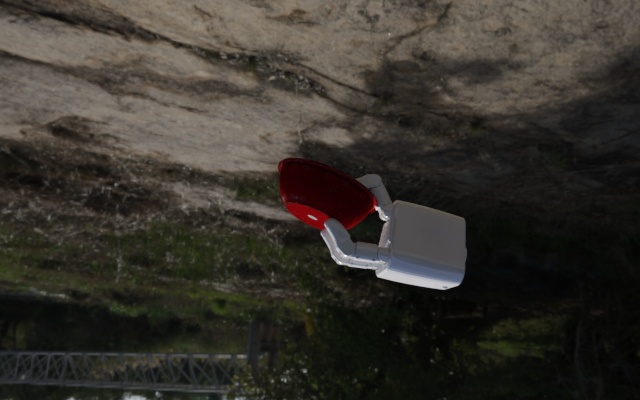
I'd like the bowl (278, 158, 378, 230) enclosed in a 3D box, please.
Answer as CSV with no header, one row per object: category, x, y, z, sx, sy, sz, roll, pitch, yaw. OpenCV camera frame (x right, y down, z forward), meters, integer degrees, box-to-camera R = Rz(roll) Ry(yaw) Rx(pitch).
bowl,-0.001,0.002,0.706,0.162,0.055,0.162,22,-18,8
